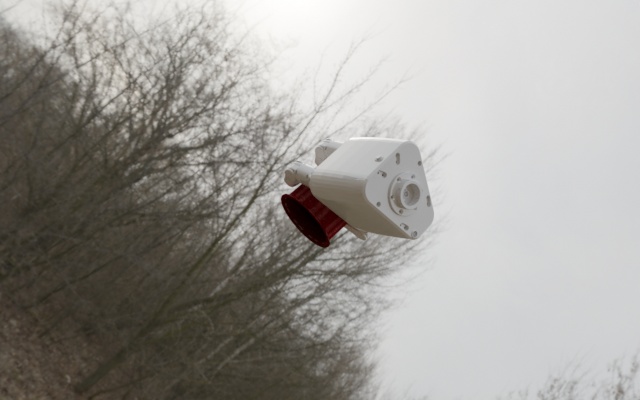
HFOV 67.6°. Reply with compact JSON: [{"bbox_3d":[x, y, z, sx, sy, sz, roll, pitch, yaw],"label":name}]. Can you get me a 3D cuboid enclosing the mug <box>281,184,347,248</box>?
[{"bbox_3d":[0.000,0.002,0.664,0.081,0.093,0.117,-41,26,-21],"label":"mug"}]
